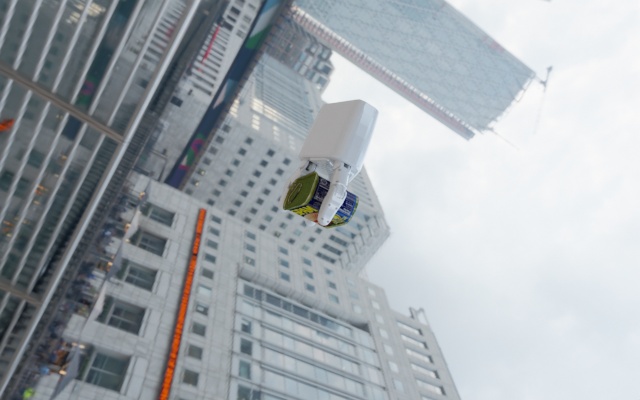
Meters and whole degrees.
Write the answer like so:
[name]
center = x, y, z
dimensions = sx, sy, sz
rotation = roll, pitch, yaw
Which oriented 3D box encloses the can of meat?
[can of meat]
center = 0.000, 0.003, 0.764
dimensions = 0.084, 0.057, 0.102
rotation = 27, -19, -21
